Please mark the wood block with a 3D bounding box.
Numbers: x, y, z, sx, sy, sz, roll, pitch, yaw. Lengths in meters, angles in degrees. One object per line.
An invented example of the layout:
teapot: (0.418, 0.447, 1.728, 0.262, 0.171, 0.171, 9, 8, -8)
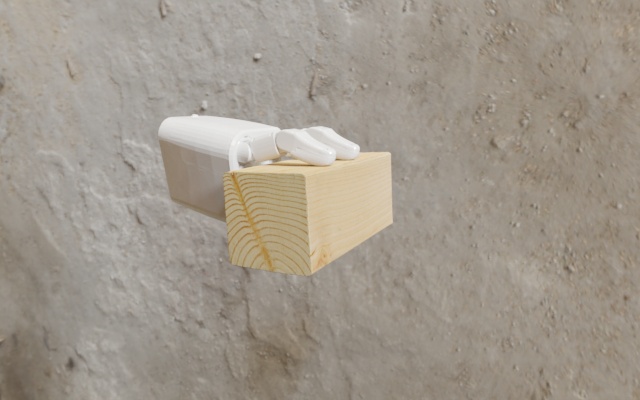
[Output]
wood block: (0.000, 0.002, 0.507, 0.090, 0.091, 0.206, 3, 12, 28)
